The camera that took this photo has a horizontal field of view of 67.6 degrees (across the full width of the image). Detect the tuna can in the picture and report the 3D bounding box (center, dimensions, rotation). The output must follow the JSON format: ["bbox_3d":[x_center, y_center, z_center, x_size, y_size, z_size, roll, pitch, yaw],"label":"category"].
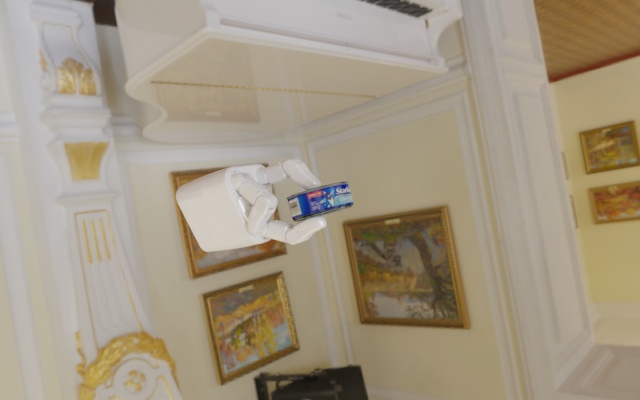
[{"bbox_3d":[0.000,0.003,0.638,0.086,0.034,0.086,-15,-4,-1],"label":"tuna can"}]
